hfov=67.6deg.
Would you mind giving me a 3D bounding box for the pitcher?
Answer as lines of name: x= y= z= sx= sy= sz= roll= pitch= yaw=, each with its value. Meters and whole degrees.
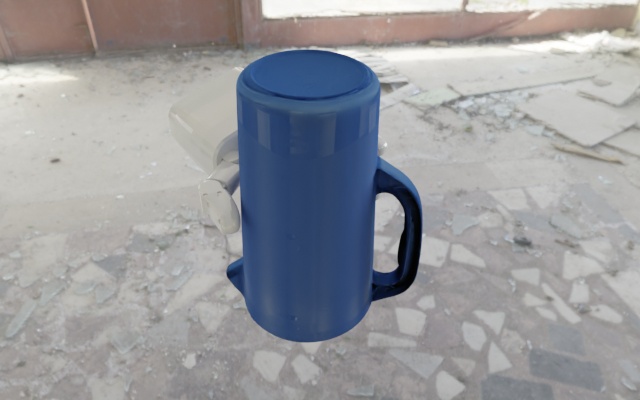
pitcher: x=0.000 y=0.001 z=0.424 sx=0.149 sy=0.243 sz=0.145 roll=-25 pitch=45 yaw=-30
